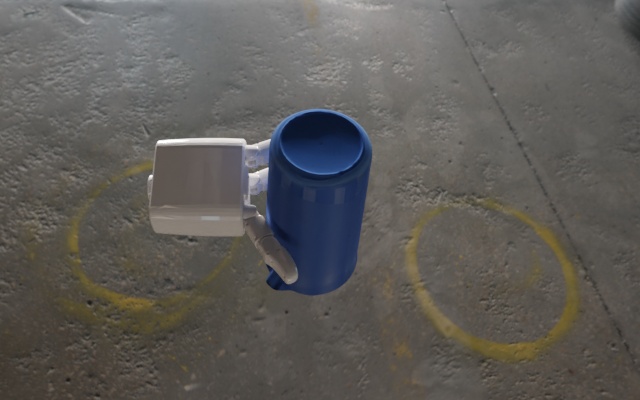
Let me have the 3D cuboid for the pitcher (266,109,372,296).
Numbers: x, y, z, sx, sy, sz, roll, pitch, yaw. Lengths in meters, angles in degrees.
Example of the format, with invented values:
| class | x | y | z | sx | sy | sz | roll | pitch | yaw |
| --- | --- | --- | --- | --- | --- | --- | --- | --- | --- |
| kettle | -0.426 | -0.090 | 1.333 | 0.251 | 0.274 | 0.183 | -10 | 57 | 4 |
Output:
| class | x | y | z | sx | sy | sz | roll | pitch | yaw |
| --- | --- | --- | --- | --- | --- | --- | --- | --- | --- |
| pitcher | 0.000 | 0.002 | 0.592 | 0.145 | 0.149 | 0.243 | 0 | -35 | -5 |
